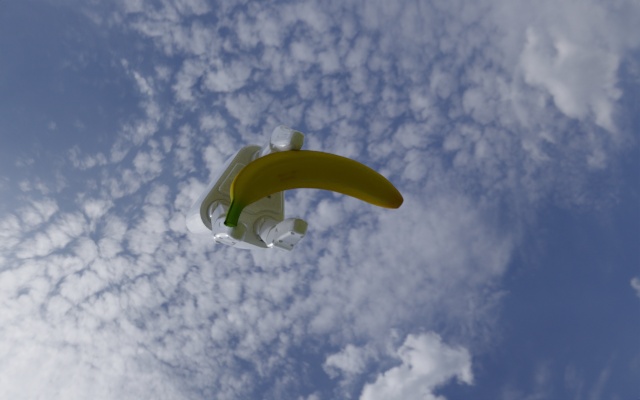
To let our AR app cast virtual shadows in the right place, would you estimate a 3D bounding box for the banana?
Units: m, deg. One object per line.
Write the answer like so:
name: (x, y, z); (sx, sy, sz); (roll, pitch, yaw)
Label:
banana: (-0.006, -0.017, 0.468); (0.198, 0.069, 0.037); (-6, -7, -28)
